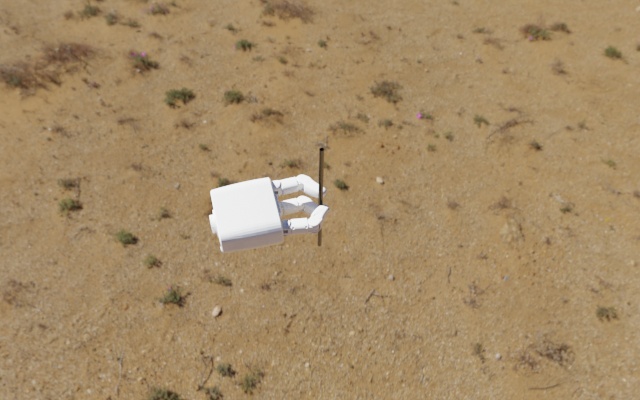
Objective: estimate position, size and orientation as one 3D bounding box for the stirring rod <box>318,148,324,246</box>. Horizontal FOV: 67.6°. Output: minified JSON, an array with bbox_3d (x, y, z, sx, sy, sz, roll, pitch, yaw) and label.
[{"bbox_3d":[0.000,0.003,0.838,0.011,0.011,0.240,0,-44,-1],"label":"stirring rod"}]
